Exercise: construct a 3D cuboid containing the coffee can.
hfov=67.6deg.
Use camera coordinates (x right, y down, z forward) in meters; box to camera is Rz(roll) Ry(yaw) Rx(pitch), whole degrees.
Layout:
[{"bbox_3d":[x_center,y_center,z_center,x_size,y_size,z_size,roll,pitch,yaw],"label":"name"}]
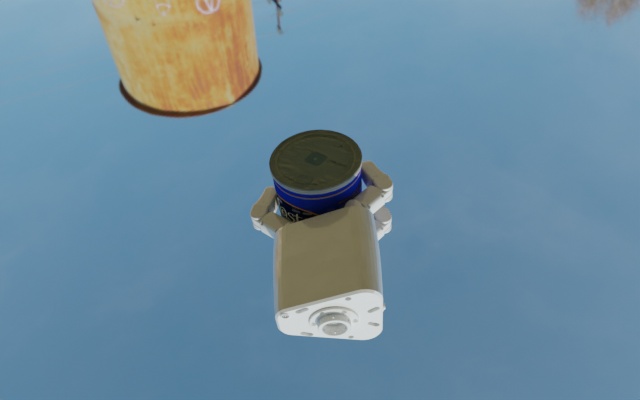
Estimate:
[{"bbox_3d":[0.000,0.002,0.572,0.103,0.102,0.140,0,-44,7],"label":"coffee can"}]
